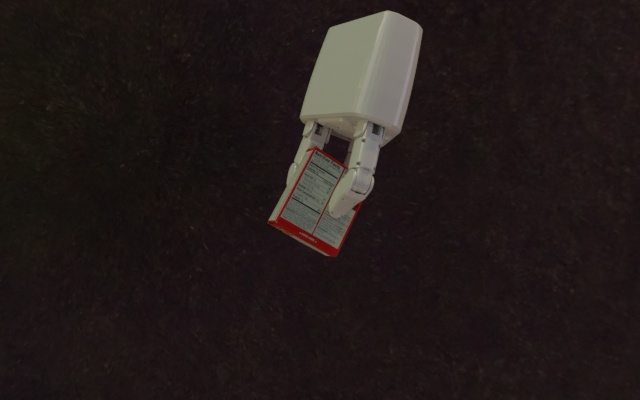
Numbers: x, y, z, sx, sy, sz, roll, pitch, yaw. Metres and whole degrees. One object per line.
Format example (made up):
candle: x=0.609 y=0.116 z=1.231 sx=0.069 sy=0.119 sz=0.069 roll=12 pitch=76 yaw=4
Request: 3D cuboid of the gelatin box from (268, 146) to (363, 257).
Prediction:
gelatin box: x=0.000 y=0.002 z=0.483 sx=0.073 sy=0.089 sz=0.030 roll=31 pitch=-14 yaw=-19
